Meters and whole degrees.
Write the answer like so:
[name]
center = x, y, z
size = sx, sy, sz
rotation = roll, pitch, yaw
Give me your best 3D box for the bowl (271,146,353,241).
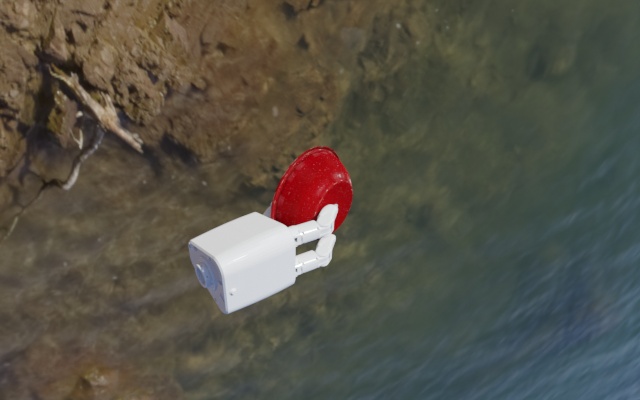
[bowl]
center = 0.001, 0.002, 0.724
size = 0.055, 0.162, 0.162
rotation = 27, 15, 32
